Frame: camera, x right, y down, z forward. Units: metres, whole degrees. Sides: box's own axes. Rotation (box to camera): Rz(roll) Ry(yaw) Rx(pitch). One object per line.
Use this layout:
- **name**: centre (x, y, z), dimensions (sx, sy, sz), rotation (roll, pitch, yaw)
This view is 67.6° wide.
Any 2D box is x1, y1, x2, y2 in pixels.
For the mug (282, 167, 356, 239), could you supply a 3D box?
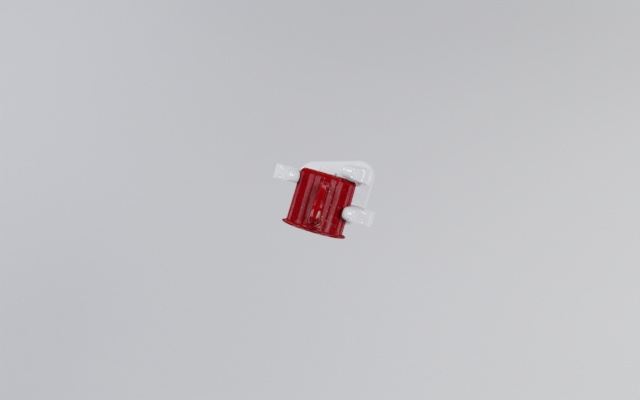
- **mug**: centre (0.000, 0.002, 0.659), dimensions (0.093, 0.081, 0.117), rotation (17, 3, 5)
